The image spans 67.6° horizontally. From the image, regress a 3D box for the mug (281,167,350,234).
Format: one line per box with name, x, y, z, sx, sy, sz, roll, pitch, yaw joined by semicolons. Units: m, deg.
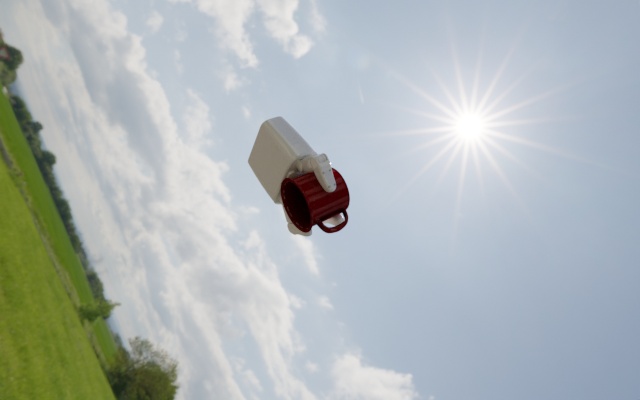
mug;0.001;0.003;0.768;0.081;0.117;0.093;-23;-31;-27
